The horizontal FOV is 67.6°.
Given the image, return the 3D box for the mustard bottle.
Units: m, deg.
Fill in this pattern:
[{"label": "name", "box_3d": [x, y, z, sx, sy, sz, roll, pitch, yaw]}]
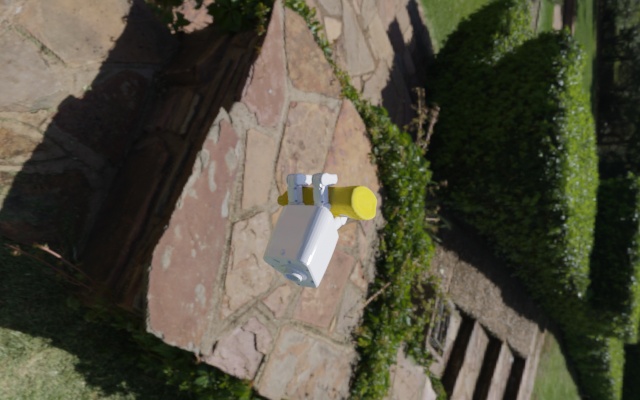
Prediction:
[{"label": "mustard bottle", "box_3d": [0.000, 0.003, 0.882, 0.191, 0.058, 0.096, 1, -10, 33]}]
